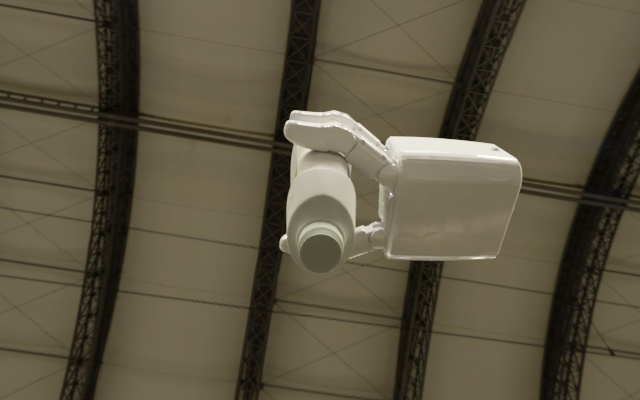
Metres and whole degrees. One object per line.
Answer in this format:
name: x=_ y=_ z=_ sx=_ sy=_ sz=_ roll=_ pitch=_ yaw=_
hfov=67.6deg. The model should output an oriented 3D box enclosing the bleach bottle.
bleach bottle: x=0.000 y=0.001 z=0.434 sx=0.068 sy=0.103 sz=0.250 roll=2 pitch=20 yaw=-1
